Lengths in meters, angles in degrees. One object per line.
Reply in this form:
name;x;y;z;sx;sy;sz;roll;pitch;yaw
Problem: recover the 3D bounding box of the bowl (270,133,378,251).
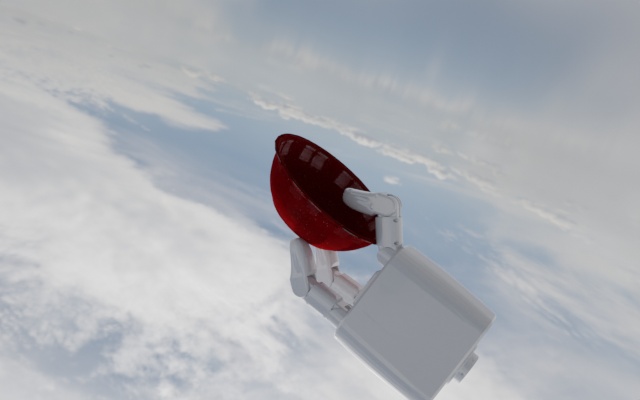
bowl;-0.001;0.001;0.519;0.055;0.162;0.162;-46;-21;22
